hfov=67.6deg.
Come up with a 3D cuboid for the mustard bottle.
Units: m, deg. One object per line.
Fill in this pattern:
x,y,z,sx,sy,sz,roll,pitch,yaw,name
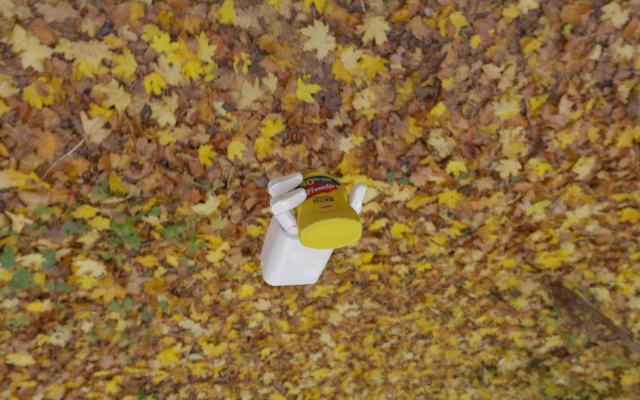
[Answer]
0.000,0.002,0.788,0.096,0.058,0.191,-9,33,-6,mustard bottle
